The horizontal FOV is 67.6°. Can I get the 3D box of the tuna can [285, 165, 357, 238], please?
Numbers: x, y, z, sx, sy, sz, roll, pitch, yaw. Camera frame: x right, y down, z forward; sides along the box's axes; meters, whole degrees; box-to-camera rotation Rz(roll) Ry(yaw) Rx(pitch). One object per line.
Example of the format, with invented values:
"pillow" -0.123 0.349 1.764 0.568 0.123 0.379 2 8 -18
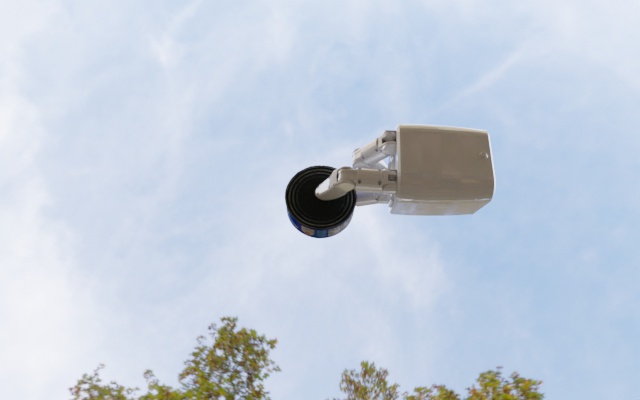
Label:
"tuna can" 0.000 0.002 0.582 0.086 0.086 0.034 0 -26 -1
